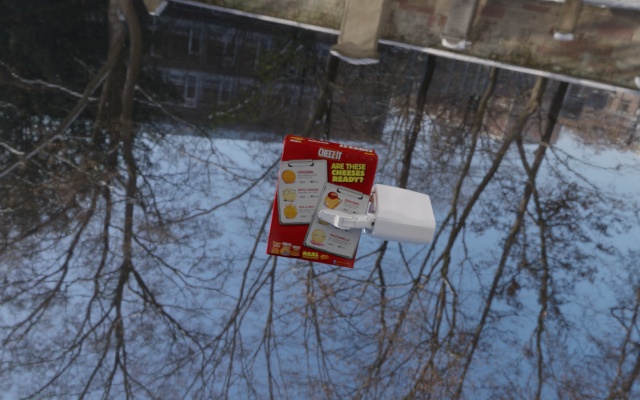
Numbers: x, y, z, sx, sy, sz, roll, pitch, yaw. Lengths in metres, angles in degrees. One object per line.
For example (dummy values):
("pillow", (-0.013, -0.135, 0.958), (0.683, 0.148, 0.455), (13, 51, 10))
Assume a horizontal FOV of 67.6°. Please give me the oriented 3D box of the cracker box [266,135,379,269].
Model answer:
("cracker box", (0.000, 0.003, 0.857), (0.164, 0.214, 0.072), (10, 18, -4))
